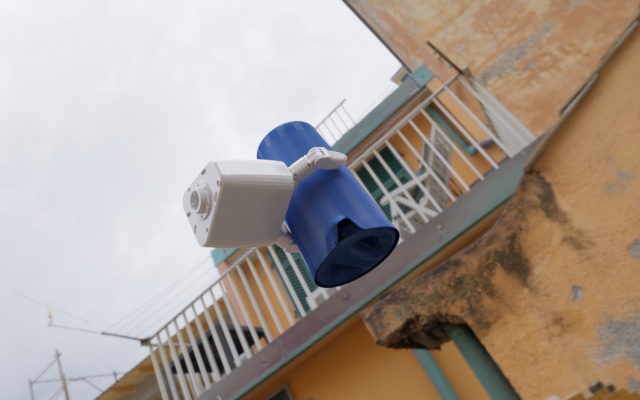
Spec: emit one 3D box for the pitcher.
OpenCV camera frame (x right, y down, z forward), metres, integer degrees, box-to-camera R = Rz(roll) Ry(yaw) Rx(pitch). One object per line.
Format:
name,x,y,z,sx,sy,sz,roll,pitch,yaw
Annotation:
pitcher,0.000,0.002,0.712,0.145,0.242,0.149,-1,-43,-40
